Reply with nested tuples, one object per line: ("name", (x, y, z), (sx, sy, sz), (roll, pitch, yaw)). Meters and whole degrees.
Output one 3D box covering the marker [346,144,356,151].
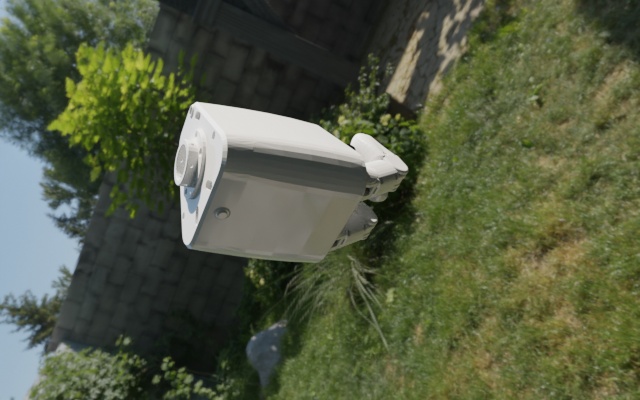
("marker", (0.000, 0.001, 0.424), (0.020, 0.121, 0.020), (21, 32, -14))
